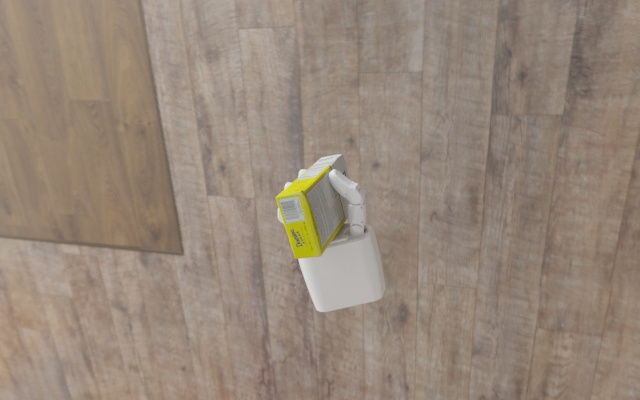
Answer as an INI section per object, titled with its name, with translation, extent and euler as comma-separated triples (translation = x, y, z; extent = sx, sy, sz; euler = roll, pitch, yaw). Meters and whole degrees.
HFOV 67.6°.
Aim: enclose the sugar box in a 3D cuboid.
[sugar box]
translation = 0.000, 0.003, 0.690
extent = 0.048, 0.093, 0.176
euler = -9, 17, 21
